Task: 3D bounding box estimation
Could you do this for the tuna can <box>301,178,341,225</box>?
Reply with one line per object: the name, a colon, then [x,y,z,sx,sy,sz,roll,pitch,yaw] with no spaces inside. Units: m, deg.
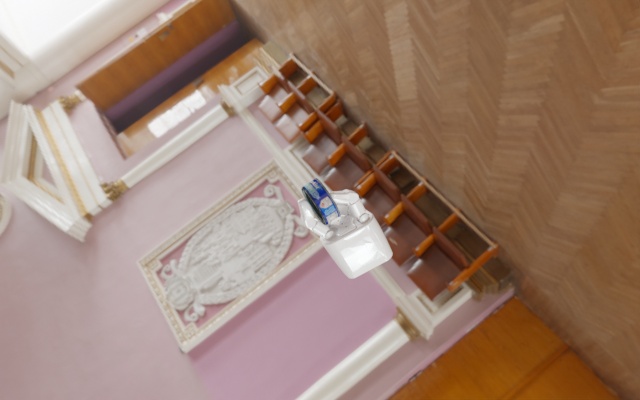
tuna can: [0.000,0.003,0.885,0.034,0.086,0.086,-33,5,-8]
